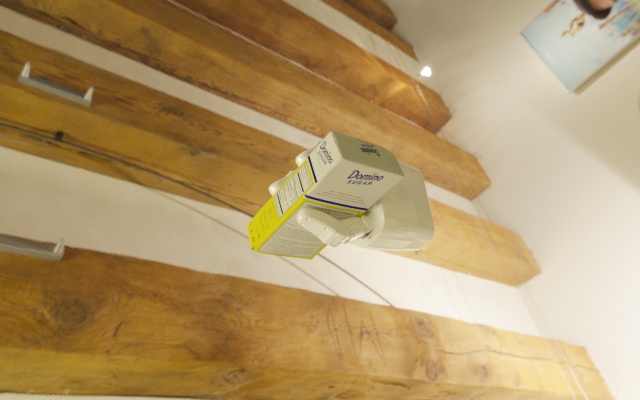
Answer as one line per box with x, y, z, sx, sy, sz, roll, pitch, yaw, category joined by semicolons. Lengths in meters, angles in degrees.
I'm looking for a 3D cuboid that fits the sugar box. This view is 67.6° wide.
0.000;0.001;0.541;0.093;0.048;0.176;13;-46;-38;sugar box
